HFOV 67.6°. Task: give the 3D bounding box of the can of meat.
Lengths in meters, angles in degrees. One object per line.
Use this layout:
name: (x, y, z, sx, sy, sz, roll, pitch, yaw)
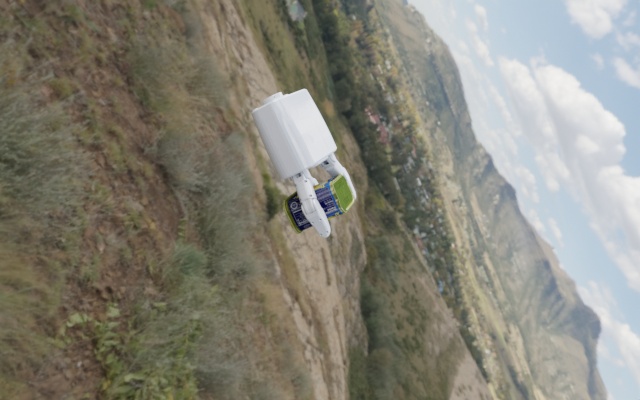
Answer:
can of meat: (0.000, 0.002, 0.740, 0.084, 0.057, 0.102, -23, 7, 18)
